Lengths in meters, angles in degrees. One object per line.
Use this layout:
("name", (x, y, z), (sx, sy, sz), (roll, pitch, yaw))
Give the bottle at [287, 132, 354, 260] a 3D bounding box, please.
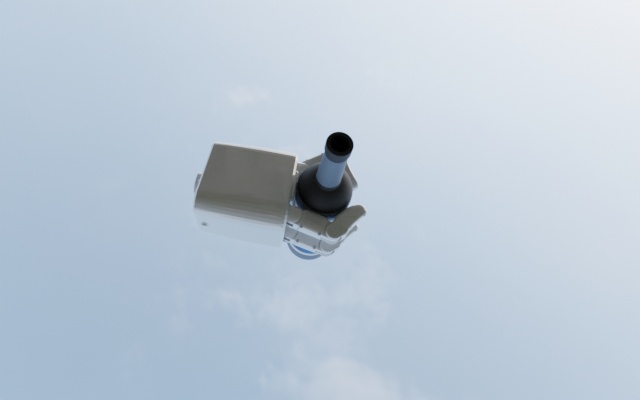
("bottle", (0.000, 0.002, 0.594), (0.069, 0.069, 0.296), (0, -23, -8))
